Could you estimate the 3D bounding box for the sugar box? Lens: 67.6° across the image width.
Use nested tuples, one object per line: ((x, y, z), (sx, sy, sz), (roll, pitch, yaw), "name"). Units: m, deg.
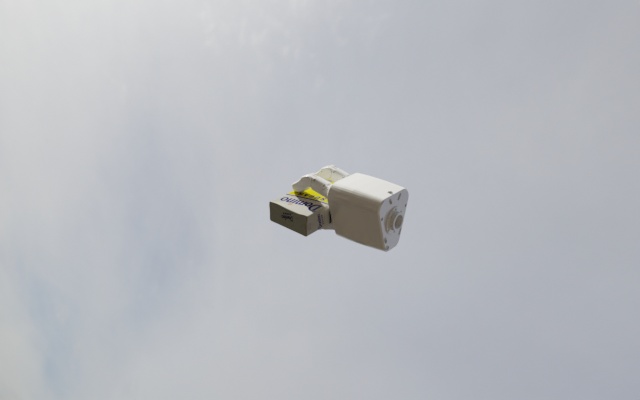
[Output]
((0.000, 0.002, 0.881), (0.093, 0.048, 0.176), (21, 31, 36), "sugar box")
